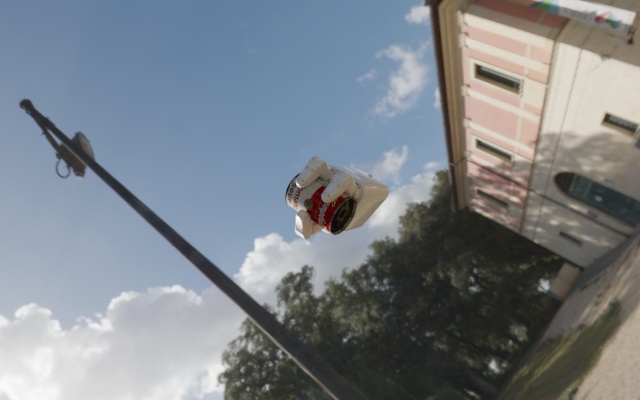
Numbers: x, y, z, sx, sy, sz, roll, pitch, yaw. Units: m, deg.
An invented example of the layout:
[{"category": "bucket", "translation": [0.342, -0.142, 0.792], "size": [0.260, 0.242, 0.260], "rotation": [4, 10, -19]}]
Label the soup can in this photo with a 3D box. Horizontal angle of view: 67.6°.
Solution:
[{"category": "soup can", "translation": [0.000, 0.003, 0.789], "size": [0.102, 0.068, 0.068], "rotation": [32, 16, 28]}]
